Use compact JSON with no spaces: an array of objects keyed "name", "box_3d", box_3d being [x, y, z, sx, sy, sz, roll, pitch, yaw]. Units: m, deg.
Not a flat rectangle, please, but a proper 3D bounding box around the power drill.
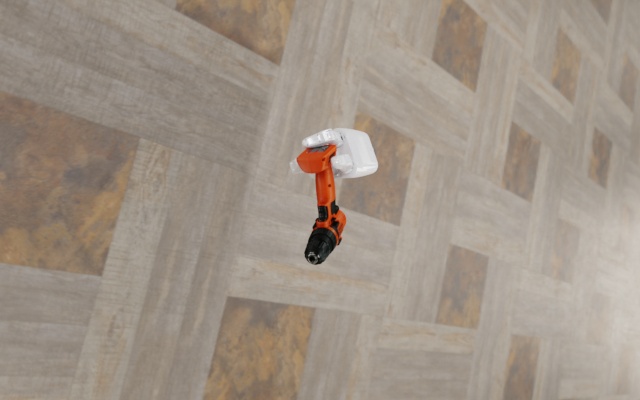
[{"name":"power drill","box_3d":[0.000,0.002,0.861,0.057,0.188,0.184,-1,20,14]}]
